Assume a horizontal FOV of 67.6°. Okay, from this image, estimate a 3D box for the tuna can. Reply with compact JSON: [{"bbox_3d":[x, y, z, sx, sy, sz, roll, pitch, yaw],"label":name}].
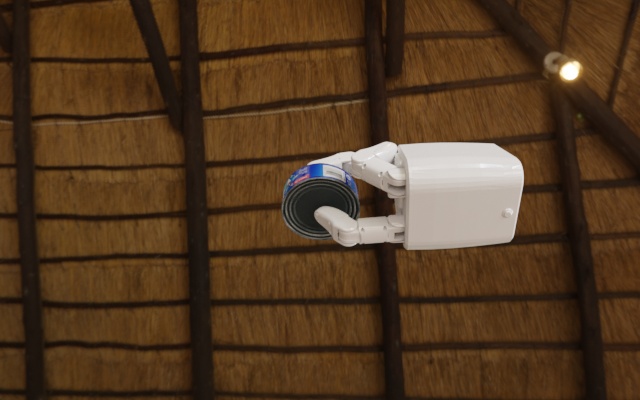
[{"bbox_3d":[0.000,0.001,0.530,0.086,0.086,0.033,0,37,-1],"label":"tuna can"}]
